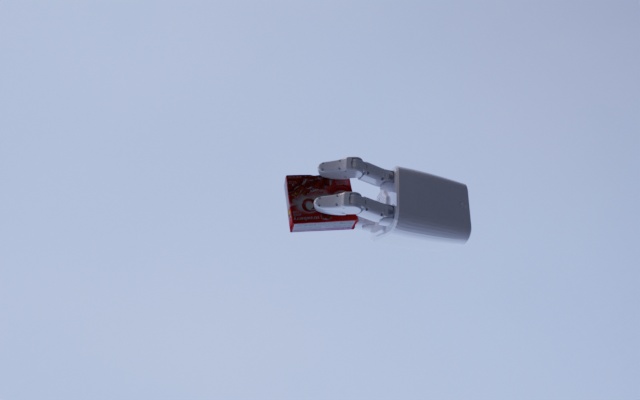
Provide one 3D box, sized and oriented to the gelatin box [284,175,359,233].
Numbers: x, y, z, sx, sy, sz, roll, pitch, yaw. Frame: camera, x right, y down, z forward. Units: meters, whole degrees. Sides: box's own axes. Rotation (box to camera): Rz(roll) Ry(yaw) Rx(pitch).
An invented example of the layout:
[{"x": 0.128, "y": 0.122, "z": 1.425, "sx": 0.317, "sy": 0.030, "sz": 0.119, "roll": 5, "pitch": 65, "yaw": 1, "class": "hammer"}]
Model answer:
[{"x": 0.000, "y": 0.002, "z": 0.628, "sx": 0.089, "sy": 0.073, "sz": 0.030, "roll": -2, "pitch": -29, "yaw": -12, "class": "gelatin box"}]
